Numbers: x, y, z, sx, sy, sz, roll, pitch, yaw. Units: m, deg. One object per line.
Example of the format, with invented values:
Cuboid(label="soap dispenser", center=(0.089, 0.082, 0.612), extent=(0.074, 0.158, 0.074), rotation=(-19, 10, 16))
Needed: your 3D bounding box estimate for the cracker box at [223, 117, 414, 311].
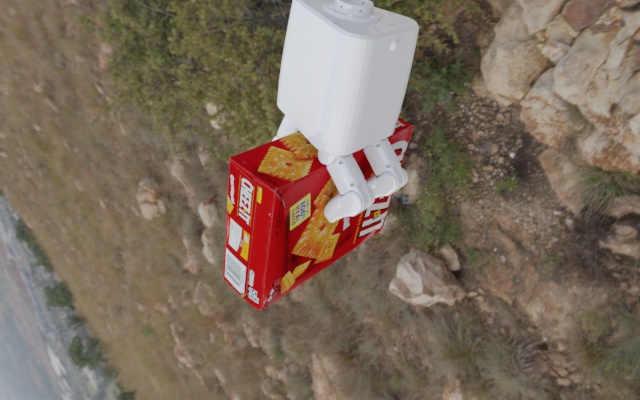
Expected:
Cuboid(label="cracker box", center=(0.000, 0.002, 0.522), extent=(0.072, 0.164, 0.213), rotation=(36, 44, 28))
